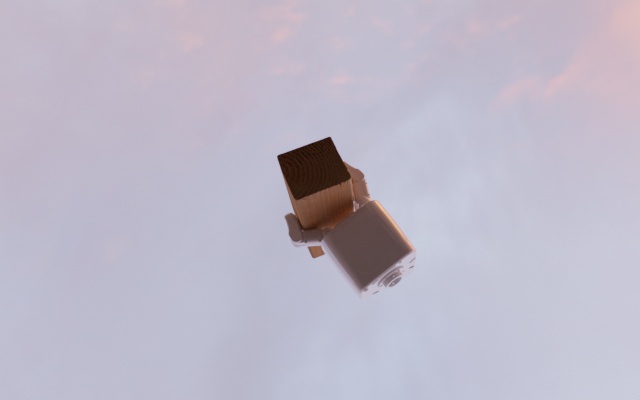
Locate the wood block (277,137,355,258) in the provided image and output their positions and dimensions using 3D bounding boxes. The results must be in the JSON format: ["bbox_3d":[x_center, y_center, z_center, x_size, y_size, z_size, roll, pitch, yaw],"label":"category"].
[{"bbox_3d":[0.000,0.003,0.789,0.091,0.090,0.206,-21,-31,-6],"label":"wood block"}]
